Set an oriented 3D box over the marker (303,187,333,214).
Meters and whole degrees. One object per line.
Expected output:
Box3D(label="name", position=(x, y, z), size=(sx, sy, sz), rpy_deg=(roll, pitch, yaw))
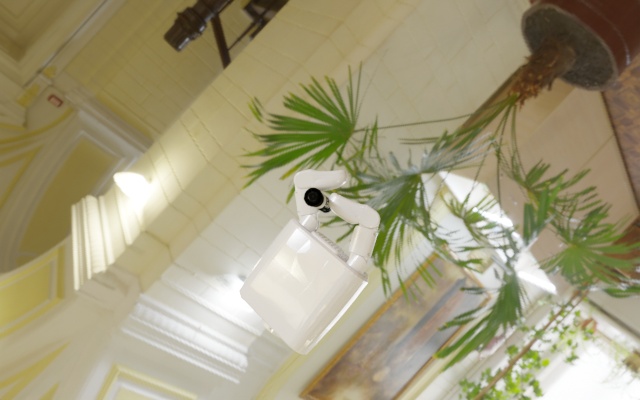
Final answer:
Box3D(label="marker", position=(0.000, 0.002, 0.511), size=(0.020, 0.020, 0.121), rpy_deg=(0, -5, 7))
